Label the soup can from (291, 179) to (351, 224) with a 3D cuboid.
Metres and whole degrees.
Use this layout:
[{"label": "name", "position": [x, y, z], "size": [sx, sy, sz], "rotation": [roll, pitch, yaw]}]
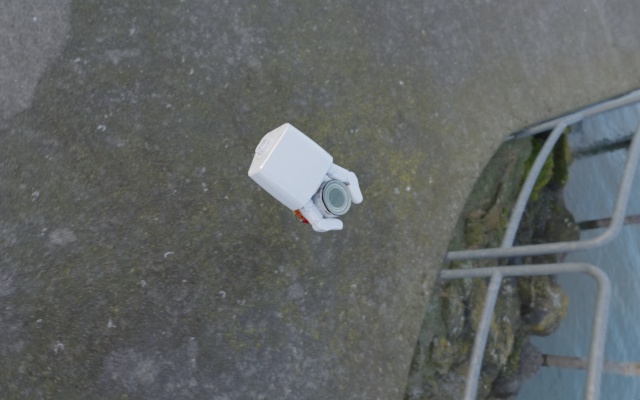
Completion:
[{"label": "soup can", "position": [0.001, 0.003, 0.889], "size": [0.068, 0.068, 0.102], "rotation": [0, -10, -38]}]
